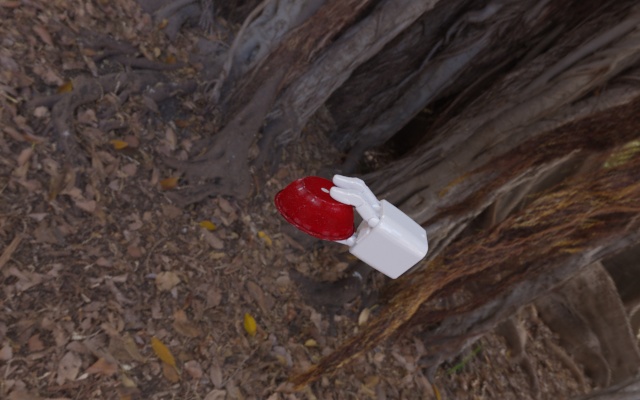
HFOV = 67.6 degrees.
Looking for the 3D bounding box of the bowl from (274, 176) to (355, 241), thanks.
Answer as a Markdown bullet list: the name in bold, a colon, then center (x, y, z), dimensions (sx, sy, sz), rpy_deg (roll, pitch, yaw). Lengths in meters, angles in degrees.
- **bowl**: center (-0.001, 0.002, 0.869), dimensions (0.162, 0.055, 0.162), rpy_deg (20, 27, -11)
